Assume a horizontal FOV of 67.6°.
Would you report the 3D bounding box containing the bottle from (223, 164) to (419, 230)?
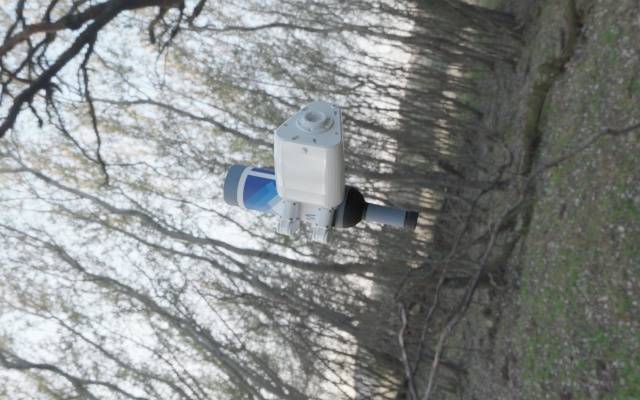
[{"bbox_3d":[0.000,0.002,0.730,0.295,0.069,0.069,11,2,12],"label":"bottle"}]
